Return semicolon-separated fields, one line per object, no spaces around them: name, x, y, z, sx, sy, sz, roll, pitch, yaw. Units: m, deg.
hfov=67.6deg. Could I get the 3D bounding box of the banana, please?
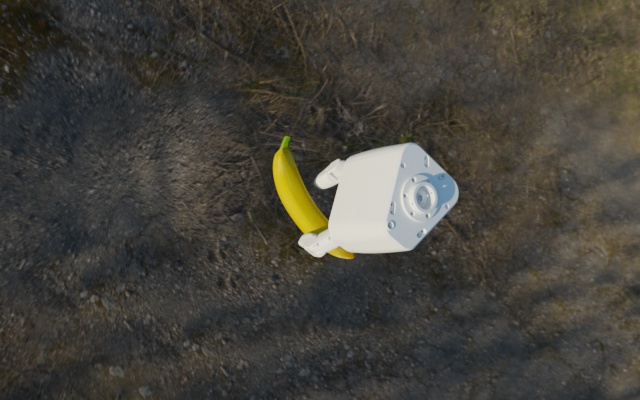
banana;-0.014;0.008;0.654;0.069;0.198;0.037;-34;10;-35
